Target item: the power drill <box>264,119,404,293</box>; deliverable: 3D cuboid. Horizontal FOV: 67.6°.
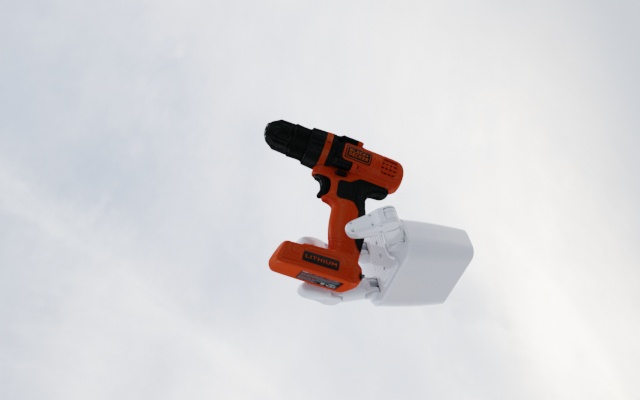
[{"bbox_3d":[0.000,0.002,0.571,0.184,0.187,0.057,19,-24,-6],"label":"power drill"}]
